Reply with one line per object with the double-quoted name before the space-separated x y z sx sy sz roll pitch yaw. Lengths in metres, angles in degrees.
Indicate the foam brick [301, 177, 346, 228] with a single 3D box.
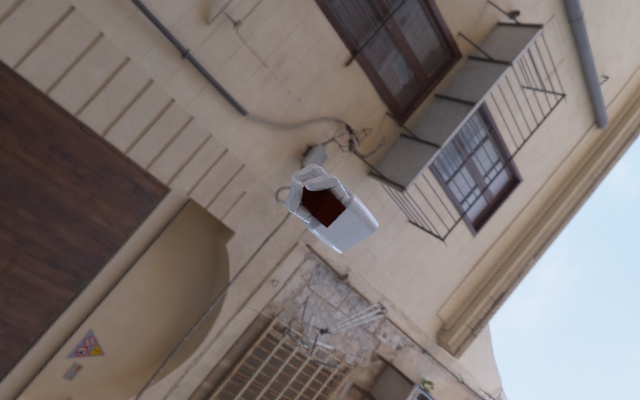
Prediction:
"foam brick" 0.000 0.003 0.882 0.051 0.053 0.078 44 2 -39
